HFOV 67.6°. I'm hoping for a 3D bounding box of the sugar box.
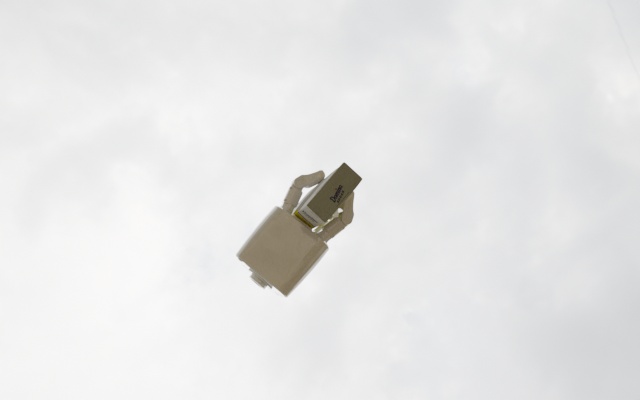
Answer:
[{"bbox_3d":[0.000,0.003,0.781,0.048,0.093,0.176,43,-17,-7],"label":"sugar box"}]
